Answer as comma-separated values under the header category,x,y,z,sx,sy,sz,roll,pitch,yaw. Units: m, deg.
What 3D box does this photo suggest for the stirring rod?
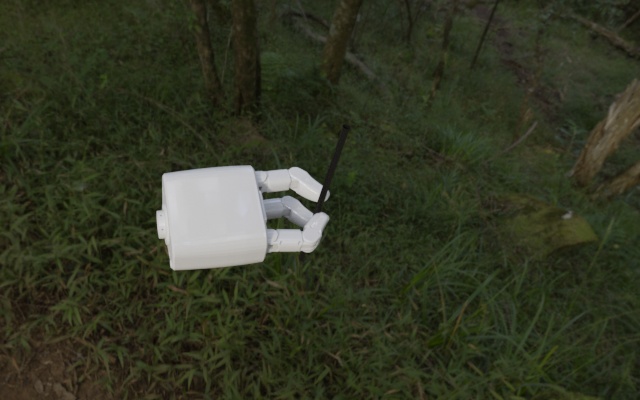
category,x,y,z,sx,sy,sz,roll,pitch,yaw
stirring rod,0.000,0.002,0.593,0.011,0.011,0.240,0,-42,-18
